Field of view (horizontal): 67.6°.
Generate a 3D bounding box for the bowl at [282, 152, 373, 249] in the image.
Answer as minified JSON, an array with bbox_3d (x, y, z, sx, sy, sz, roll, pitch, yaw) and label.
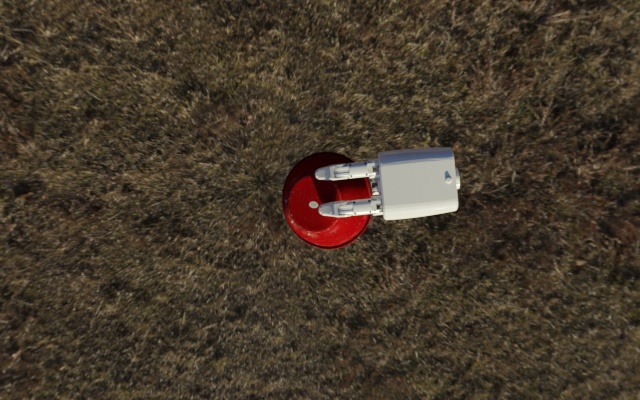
[{"bbox_3d":[-0.001,0.003,0.764,0.162,0.162,0.055,0,5,21],"label":"bowl"}]
